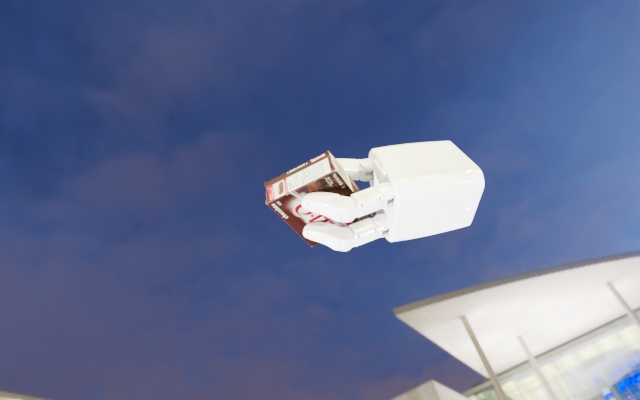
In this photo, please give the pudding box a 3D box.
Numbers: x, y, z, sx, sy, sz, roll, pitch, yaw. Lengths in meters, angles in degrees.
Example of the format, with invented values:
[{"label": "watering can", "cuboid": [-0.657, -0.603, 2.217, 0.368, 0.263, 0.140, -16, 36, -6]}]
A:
[{"label": "pudding box", "cuboid": [0.000, 0.002, 0.570, 0.090, 0.039, 0.113, -26, -43, 14]}]
